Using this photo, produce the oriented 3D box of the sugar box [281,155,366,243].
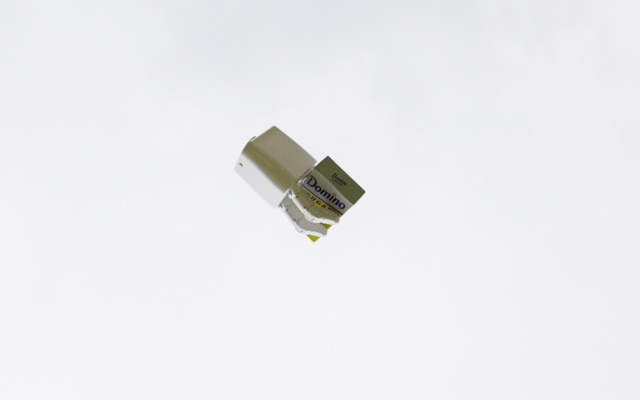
[{"bbox_3d":[0.000,0.003,0.858,0.048,0.093,0.176,-45,-2,-33],"label":"sugar box"}]
